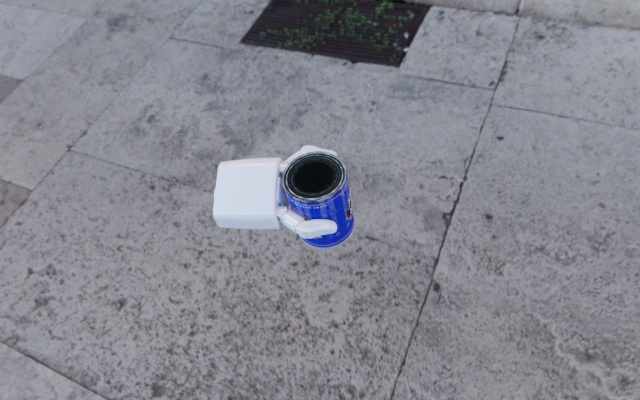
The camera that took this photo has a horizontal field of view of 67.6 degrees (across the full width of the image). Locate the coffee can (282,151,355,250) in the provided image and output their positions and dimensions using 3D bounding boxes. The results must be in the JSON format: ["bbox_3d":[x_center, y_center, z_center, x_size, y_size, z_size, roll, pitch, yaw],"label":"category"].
[{"bbox_3d":[0.000,0.003,0.795,0.103,0.102,0.140,0,-37,10],"label":"coffee can"}]
